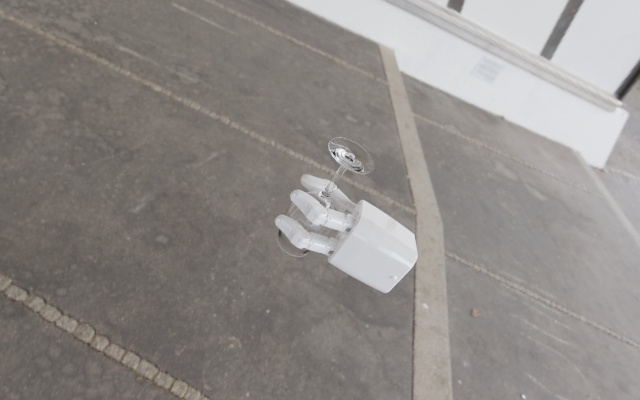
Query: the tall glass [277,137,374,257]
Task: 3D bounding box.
[{"bbox_3d":[0.000,0.002,0.736,0.079,0.079,0.201,0,-42,-38],"label":"tall glass"}]
